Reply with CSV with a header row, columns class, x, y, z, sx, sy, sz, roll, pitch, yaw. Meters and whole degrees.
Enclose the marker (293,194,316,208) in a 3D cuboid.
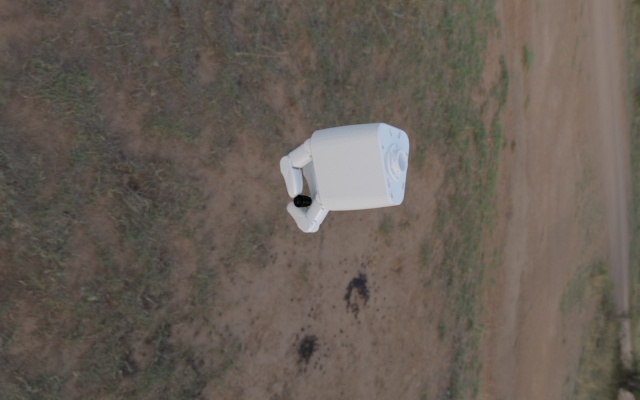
class,x,y,z,sx,sy,sz,roll,pitch,yaw
marker,0.000,0.002,0.721,0.020,0.020,0.121,0,-2,35
